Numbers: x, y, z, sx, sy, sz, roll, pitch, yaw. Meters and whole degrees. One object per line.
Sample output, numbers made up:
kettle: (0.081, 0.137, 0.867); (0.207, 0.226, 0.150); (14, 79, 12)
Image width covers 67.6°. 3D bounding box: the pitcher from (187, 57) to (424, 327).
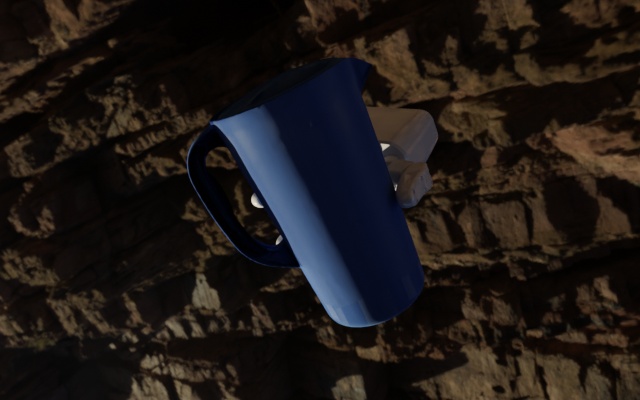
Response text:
pitcher: (0.000, 0.001, 0.453); (0.149, 0.243, 0.145); (-10, 25, 36)
